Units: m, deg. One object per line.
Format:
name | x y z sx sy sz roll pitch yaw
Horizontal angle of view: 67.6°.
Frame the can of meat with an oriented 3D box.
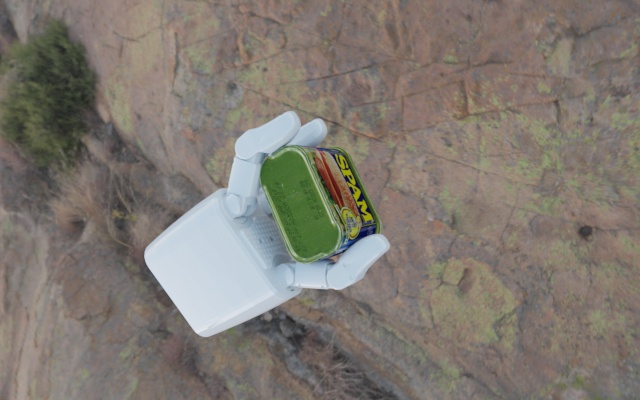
can of meat | 0.000 0.001 0.418 0.057 0.102 0.084 -29 -11 26
